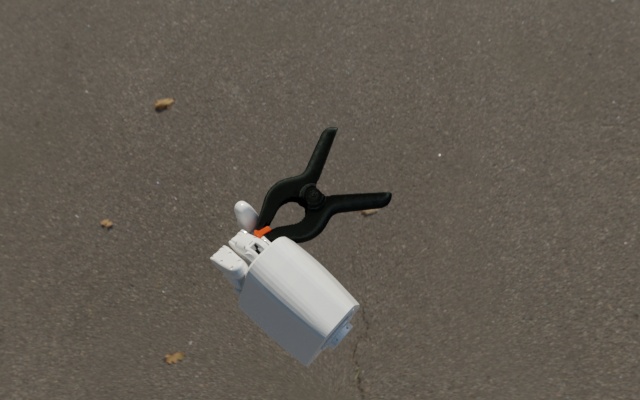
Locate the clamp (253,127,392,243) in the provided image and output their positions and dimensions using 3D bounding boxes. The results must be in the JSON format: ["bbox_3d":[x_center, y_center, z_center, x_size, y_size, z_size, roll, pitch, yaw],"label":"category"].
[{"bbox_3d":[0.000,0.002,0.567,0.120,0.171,0.039,41,-16,11],"label":"clamp"}]
